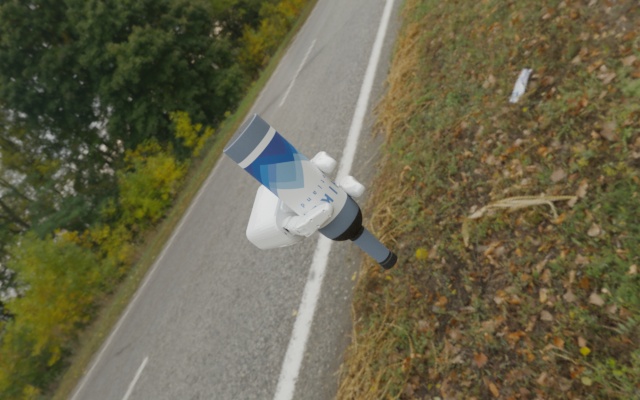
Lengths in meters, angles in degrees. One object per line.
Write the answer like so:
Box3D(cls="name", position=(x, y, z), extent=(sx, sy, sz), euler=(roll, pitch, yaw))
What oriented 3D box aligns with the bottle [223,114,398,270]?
Box3D(cls="bottle", position=(0.000, 0.002, 0.669), extent=(0.296, 0.069, 0.069), euler=(41, -16, -19))
